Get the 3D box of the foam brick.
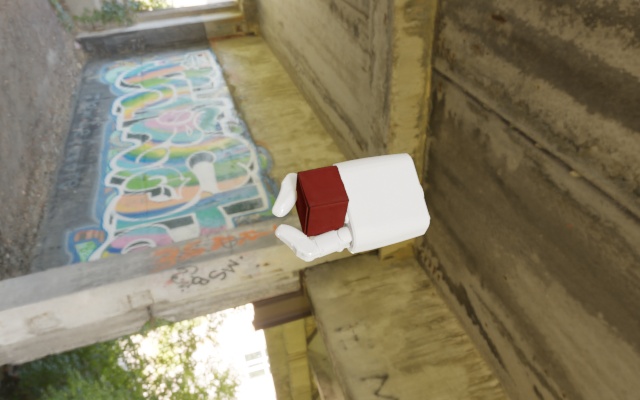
[{"bbox_3d":[0.000,0.002,0.587,0.051,0.053,0.078,-11,-29,-11],"label":"foam brick"}]
